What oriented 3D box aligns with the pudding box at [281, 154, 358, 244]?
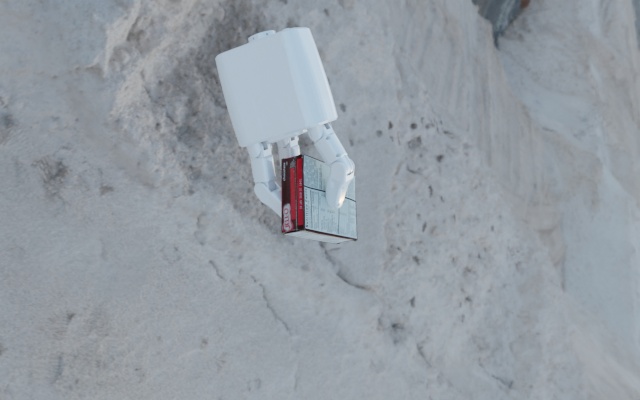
[{"bbox_3d":[0.000,0.002,0.575,0.039,0.090,0.113,-10,-16,37],"label":"pudding box"}]
